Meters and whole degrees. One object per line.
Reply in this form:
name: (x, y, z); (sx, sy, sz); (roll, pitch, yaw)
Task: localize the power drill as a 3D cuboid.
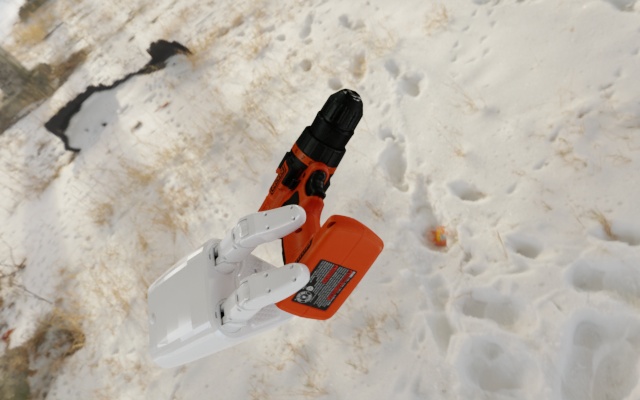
power drill: (0.000, 0.002, 0.451); (0.057, 0.184, 0.187); (21, 27, -22)
